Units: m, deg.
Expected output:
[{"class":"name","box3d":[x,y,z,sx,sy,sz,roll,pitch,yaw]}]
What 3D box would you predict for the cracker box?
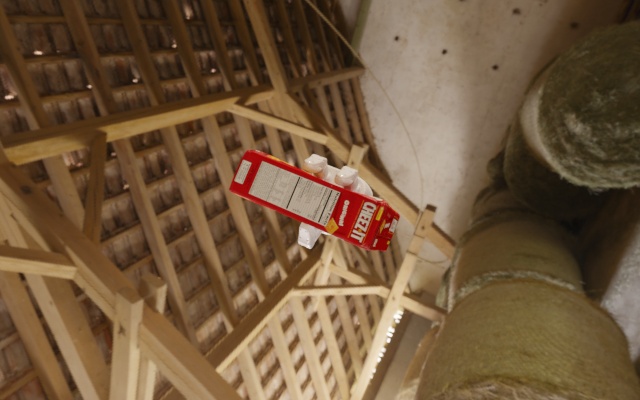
[{"class":"cracker box","box3d":[0.000,0.002,0.698,0.213,0.072,0.164,22,0,16]}]
